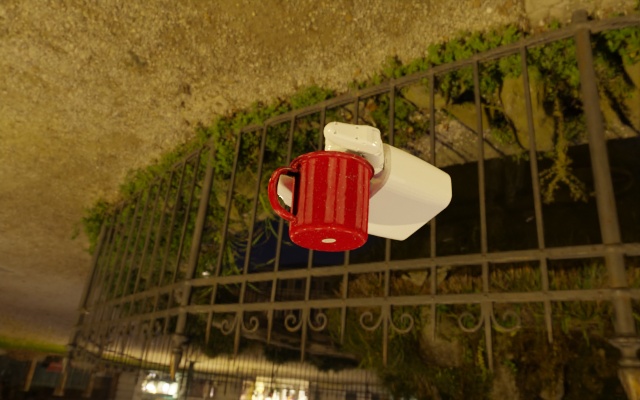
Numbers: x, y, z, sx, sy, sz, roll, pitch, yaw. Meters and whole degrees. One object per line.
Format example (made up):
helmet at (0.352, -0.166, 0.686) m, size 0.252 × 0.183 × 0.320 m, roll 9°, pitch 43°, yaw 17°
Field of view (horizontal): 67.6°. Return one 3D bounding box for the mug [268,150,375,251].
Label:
mug at (-0.001, 0.001, 0.499) m, size 0.117 × 0.081 × 0.093 m, roll 17°, pitch -26°, yaw -29°
